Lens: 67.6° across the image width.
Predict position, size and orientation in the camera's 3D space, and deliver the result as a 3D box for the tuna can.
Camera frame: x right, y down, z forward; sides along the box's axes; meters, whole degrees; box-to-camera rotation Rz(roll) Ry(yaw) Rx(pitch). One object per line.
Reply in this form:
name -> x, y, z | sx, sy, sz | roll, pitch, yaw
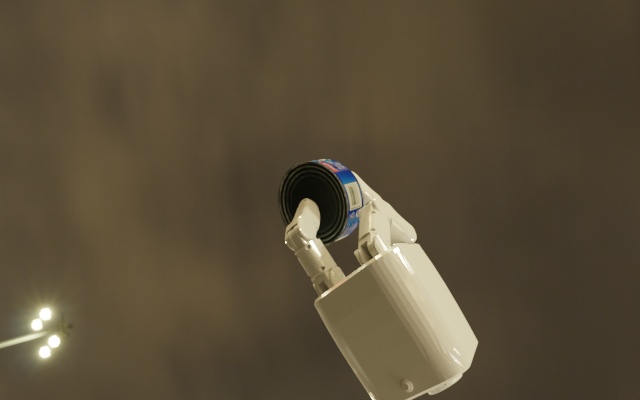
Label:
tuna can -> 0.000, 0.001, 0.481 | 0.086, 0.086, 0.033 | 0, 10, 37
